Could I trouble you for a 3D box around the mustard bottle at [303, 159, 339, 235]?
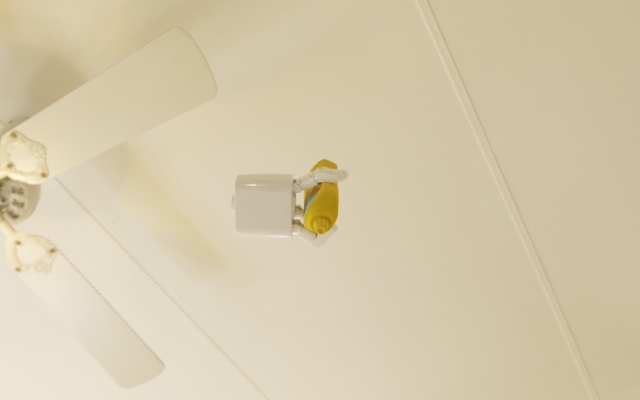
[{"bbox_3d":[0.000,0.003,0.890,0.058,0.096,0.191,24,27,-13],"label":"mustard bottle"}]
